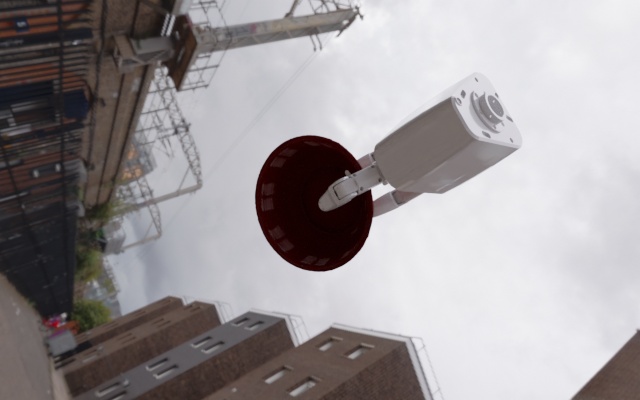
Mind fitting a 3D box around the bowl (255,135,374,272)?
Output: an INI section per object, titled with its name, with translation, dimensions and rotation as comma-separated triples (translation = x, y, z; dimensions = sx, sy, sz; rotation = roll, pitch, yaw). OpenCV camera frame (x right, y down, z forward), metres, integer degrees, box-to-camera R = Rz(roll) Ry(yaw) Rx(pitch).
[bowl]
translation = -0.001, 0.002, 0.580
dimensions = 0.162, 0.162, 0.055
rotation = 0, 7, 30
